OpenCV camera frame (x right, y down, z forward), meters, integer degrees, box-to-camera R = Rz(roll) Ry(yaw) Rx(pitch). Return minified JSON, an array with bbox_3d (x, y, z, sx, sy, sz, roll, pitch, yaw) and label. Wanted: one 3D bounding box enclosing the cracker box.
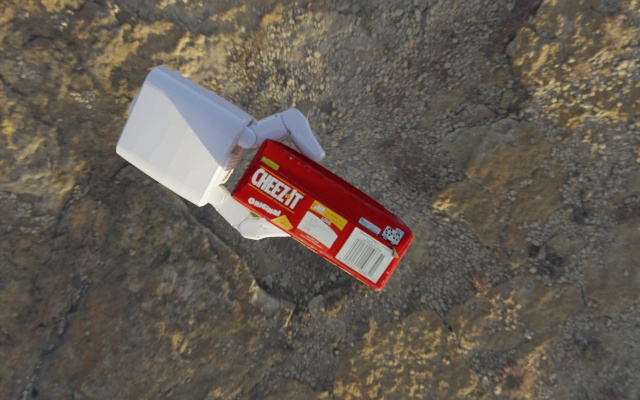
[{"bbox_3d":[0.000,0.002,0.529,0.164,0.072,0.213,32,4,-5],"label":"cracker box"}]
